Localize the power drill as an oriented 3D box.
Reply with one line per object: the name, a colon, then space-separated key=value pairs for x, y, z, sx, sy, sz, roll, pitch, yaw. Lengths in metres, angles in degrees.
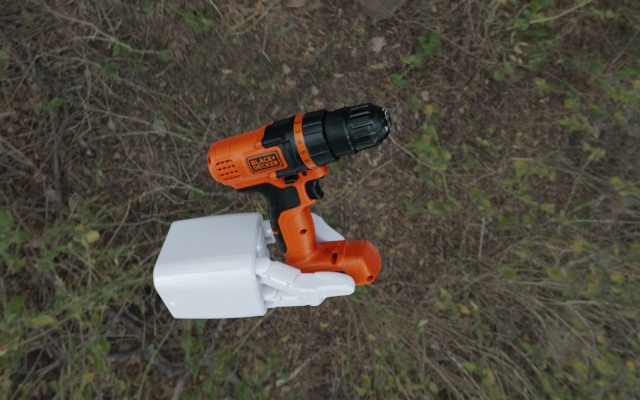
power drill: x=0.000 y=0.002 z=0.483 sx=0.184 sy=0.188 sz=0.057 roll=-11 pitch=28 yaw=22
